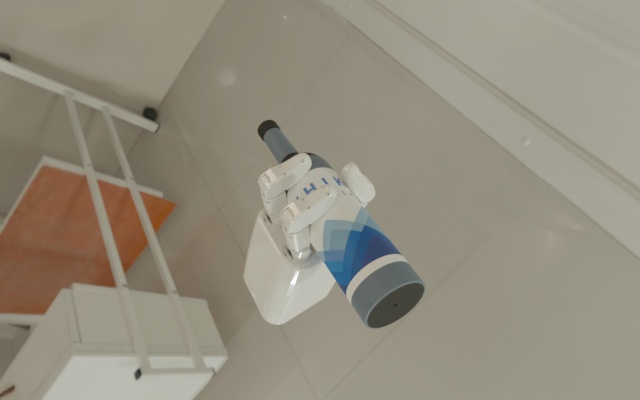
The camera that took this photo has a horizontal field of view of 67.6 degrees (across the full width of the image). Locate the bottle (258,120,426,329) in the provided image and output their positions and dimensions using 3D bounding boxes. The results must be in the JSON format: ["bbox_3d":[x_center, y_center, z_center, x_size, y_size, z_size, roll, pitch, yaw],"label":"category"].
[{"bbox_3d":[0.000,0.002,0.524,0.069,0.069,0.295,0,40,-38],"label":"bottle"}]
